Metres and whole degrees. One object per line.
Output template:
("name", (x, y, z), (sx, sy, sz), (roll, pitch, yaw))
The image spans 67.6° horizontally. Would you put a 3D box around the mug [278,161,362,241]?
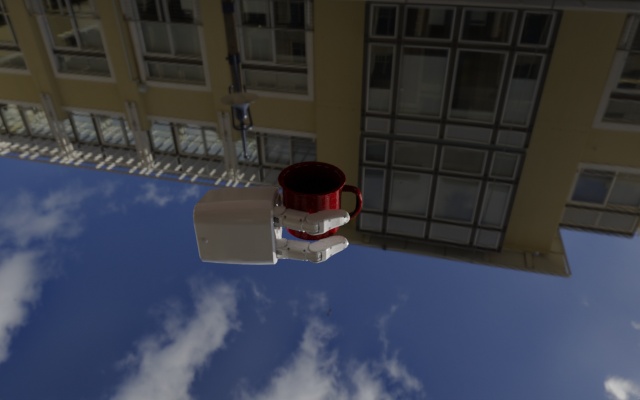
("mug", (0.002, 0.002, 0.674), (0.117, 0.082, 0.093), (1, 34, 1))
